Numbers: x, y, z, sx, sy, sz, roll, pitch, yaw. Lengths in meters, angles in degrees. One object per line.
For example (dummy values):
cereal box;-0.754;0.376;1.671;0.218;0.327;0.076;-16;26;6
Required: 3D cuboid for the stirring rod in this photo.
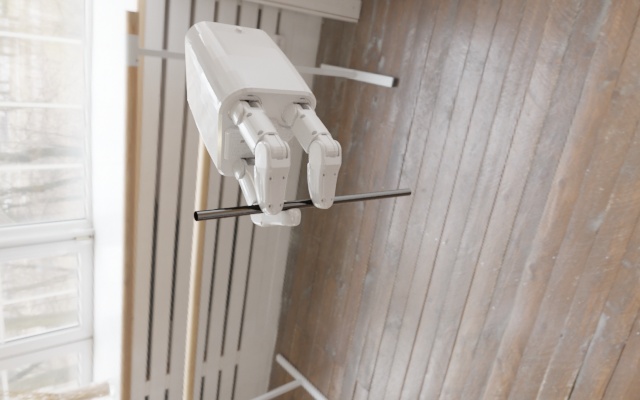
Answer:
stirring rod;0.000;0.001;0.433;0.239;0.011;0.011;-6;4;-38
